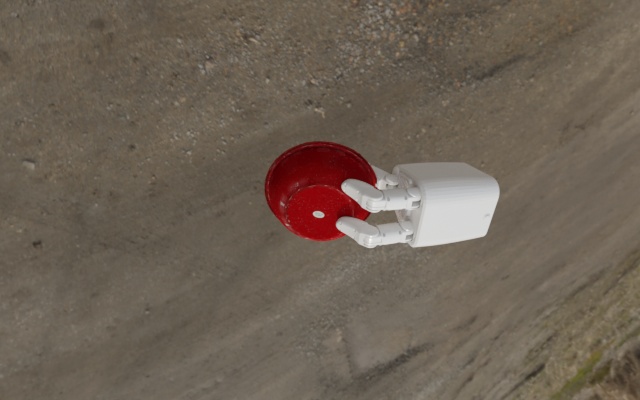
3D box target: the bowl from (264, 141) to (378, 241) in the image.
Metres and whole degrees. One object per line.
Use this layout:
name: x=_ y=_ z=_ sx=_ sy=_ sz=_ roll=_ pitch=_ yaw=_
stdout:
bowl: x=-0.001 y=0.003 z=0.654 sx=0.162 sy=0.162 sz=0.055 roll=0 pitch=35 yaw=3
